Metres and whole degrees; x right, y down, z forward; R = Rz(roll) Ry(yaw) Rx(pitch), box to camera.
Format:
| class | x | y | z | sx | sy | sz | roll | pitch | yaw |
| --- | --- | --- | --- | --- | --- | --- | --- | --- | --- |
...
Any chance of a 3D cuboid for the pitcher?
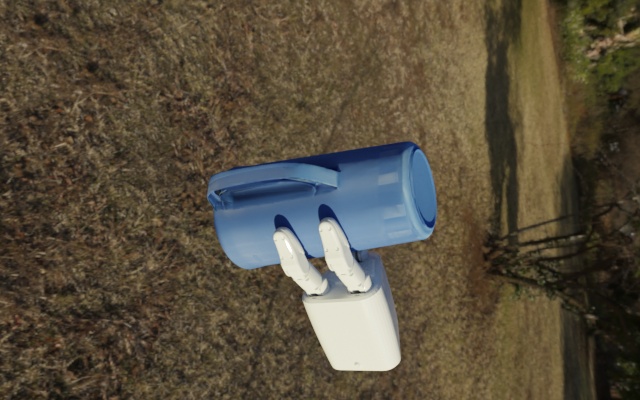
| class | x | y | z | sx | sy | sz | roll | pitch | yaw |
| --- | --- | --- | --- | --- | --- | --- | --- | --- | --- |
| pitcher | 0.000 | 0.002 | 0.556 | 0.243 | 0.145 | 0.149 | -10 | 18 | 27 |
